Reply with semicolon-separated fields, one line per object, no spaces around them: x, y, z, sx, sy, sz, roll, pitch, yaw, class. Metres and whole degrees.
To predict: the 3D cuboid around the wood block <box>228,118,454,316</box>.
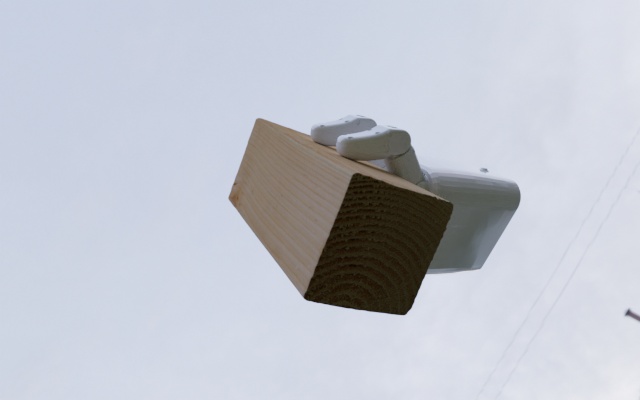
0.000;0.002;0.403;0.090;0.091;0.206;15;11;-28;wood block
